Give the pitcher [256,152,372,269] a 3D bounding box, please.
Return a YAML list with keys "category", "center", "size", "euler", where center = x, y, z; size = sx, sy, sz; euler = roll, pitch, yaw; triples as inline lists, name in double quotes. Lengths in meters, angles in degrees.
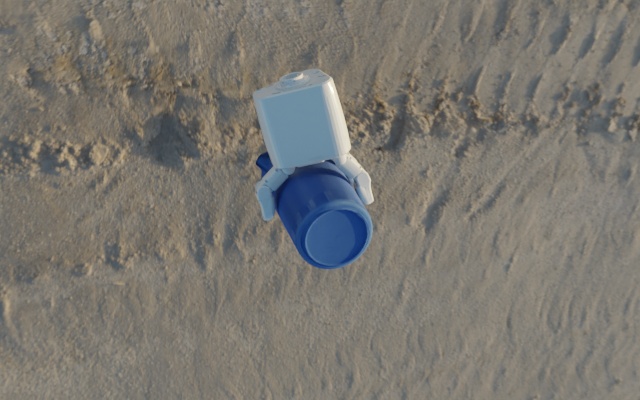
- category: "pitcher"
  center: [0.000, 0.002, 0.739]
  size: [0.149, 0.145, 0.242]
  euler: [-20, 29, -6]
